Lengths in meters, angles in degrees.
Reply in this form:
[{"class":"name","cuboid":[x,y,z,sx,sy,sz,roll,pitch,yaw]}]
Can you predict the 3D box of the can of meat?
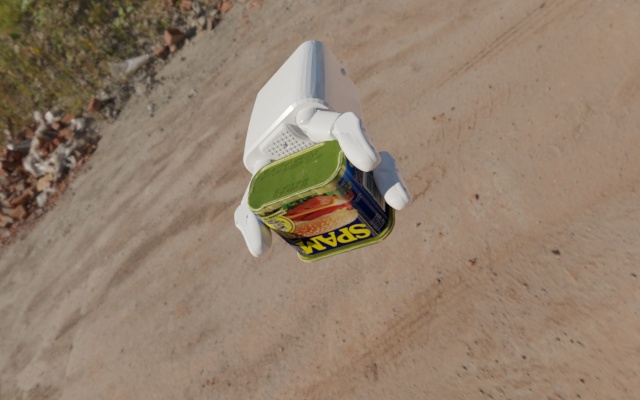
[{"class":"can of meat","cuboid":[0.000,0.001,0.412,0.102,0.057,0.084,-19,-45,28]}]
